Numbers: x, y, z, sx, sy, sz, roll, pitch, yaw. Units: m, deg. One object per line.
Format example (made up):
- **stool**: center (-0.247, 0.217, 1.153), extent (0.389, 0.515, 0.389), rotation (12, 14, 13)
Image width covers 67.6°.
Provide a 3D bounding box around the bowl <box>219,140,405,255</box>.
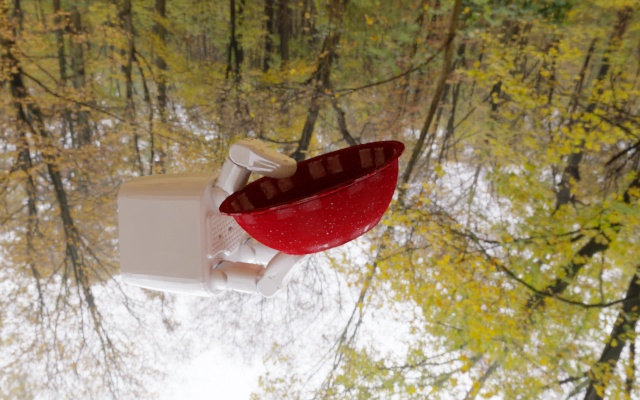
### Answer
- **bowl**: center (0.001, 0.002, 0.403), extent (0.162, 0.055, 0.162), rotation (-18, 13, 5)
